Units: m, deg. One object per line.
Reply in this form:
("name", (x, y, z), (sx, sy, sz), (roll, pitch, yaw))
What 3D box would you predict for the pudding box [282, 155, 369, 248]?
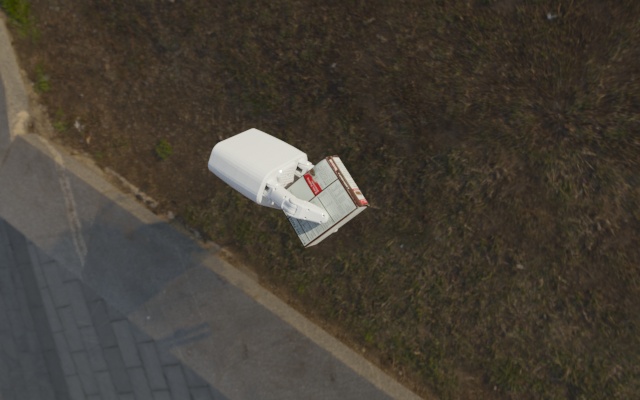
("pudding box", (0.000, 0.002, 0.693), (0.113, 0.090, 0.039), (-38, -12, 29))
